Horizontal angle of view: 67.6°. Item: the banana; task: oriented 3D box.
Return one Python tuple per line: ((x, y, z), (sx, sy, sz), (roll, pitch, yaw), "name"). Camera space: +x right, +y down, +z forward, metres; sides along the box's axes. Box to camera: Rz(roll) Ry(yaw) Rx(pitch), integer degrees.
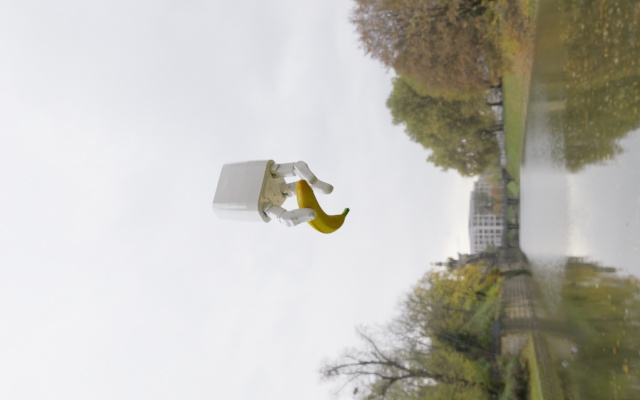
((-0.001, 0.022, 0.882), (0.037, 0.069, 0.198), (2, -15, 27), "banana")
